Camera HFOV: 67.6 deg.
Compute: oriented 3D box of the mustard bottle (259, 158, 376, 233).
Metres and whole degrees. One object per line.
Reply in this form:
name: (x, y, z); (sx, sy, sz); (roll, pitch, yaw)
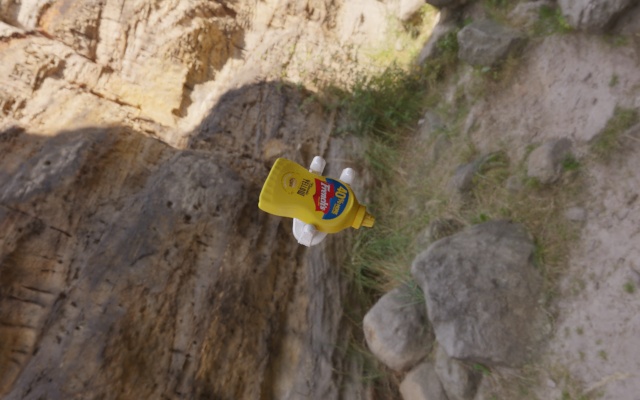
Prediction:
mustard bottle: (0.000, 0.002, 0.803); (0.191, 0.096, 0.058); (21, -32, 0)
